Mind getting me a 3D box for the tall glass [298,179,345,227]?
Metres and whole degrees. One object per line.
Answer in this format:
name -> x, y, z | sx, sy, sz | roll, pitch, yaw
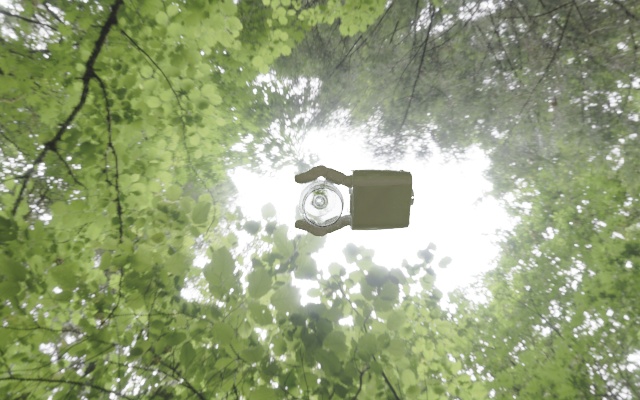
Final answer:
tall glass -> 0.000, 0.003, 0.840 | 0.079, 0.079, 0.201 | 0, 5, -2
